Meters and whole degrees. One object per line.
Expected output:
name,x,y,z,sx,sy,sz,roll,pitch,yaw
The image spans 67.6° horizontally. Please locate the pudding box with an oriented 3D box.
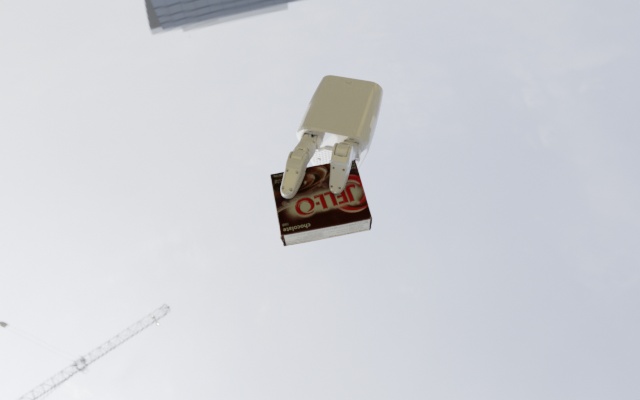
pudding box,0.000,0.002,0.594,0.113,0.090,0.039,-12,-32,-2
